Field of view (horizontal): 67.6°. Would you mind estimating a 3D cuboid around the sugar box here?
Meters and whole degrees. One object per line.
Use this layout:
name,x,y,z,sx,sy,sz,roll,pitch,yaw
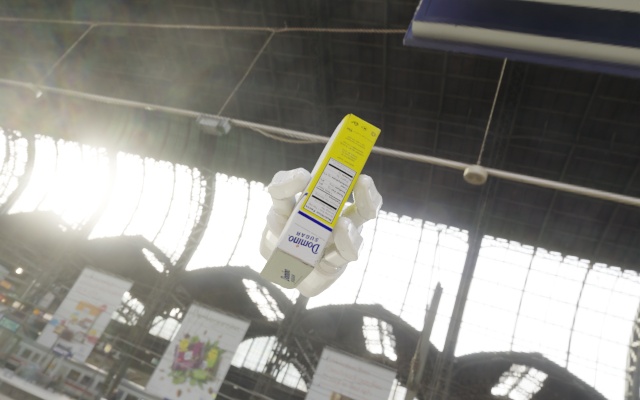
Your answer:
sugar box,0.001,0.002,0.499,0.048,0.176,0.093,27,-29,-4
